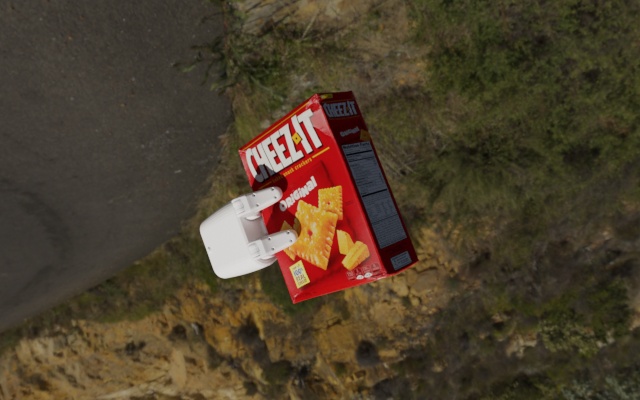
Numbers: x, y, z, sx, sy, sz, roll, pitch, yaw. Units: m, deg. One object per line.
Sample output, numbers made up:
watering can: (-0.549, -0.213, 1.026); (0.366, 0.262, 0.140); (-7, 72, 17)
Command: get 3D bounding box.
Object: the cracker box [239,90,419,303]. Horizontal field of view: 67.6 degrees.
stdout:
cracker box: (0.000, 0.002, 0.576); (0.072, 0.213, 0.164); (-16, -7, -46)
